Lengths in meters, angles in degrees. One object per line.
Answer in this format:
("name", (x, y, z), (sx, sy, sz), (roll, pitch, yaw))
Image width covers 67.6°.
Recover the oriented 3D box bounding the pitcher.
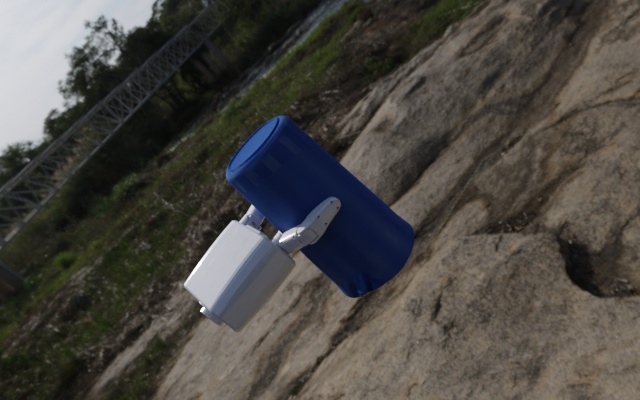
("pitcher", (0.000, 0.002, 0.632), (0.243, 0.145, 0.149), (43, -14, -22))
